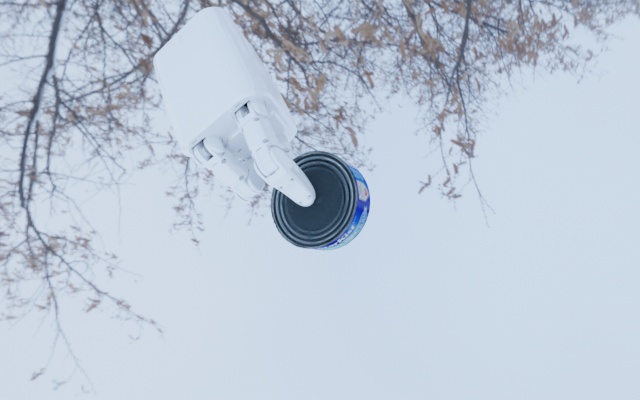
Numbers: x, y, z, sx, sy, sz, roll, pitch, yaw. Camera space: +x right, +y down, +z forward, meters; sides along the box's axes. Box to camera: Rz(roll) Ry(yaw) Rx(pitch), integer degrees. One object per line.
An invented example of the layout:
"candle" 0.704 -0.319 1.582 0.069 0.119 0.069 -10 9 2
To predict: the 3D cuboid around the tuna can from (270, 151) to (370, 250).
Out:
"tuna can" 0.000 0.002 0.425 0.086 0.086 0.034 0 -9 29
